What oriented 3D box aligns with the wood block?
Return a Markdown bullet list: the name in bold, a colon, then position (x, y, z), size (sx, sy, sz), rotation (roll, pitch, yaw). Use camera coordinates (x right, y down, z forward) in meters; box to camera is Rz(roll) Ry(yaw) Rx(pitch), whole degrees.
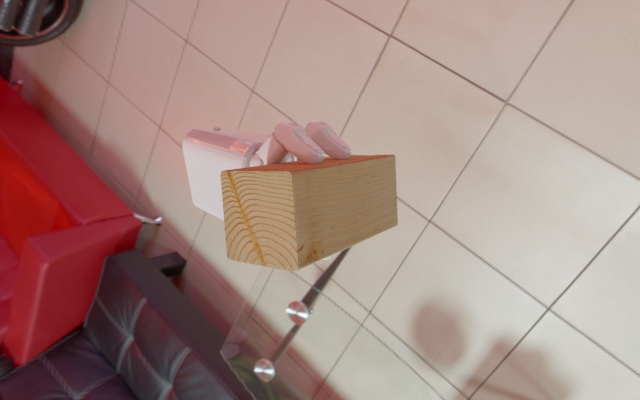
- **wood block**: position (0.000, 0.002, 0.520), size (0.090, 0.091, 0.206), rotation (3, 11, 34)
